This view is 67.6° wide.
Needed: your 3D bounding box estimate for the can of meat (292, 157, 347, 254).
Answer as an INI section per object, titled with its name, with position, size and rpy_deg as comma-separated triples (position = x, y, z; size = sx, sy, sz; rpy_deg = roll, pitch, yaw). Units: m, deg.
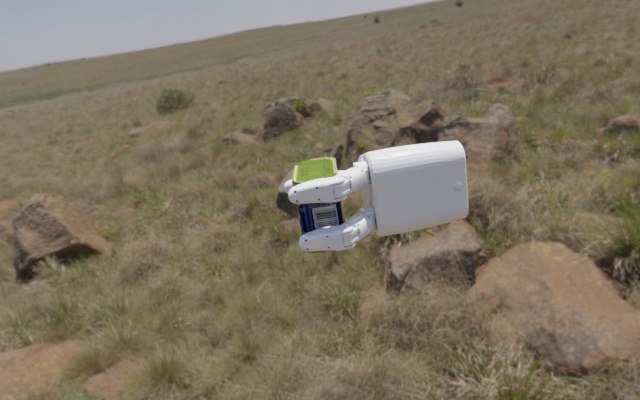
[can of meat]
position = 0.000, 0.002, 0.562
size = 0.057, 0.084, 0.102
rpy_deg = -9, 19, 2
